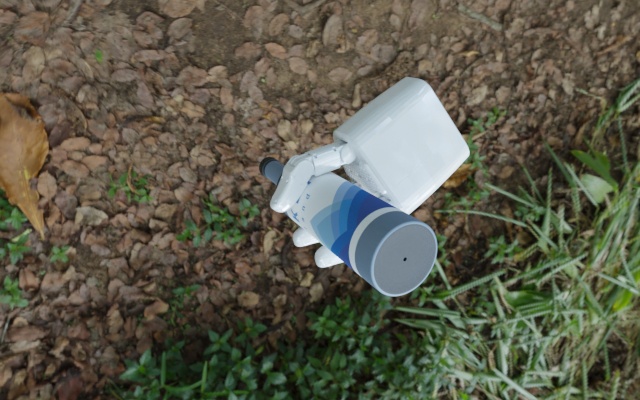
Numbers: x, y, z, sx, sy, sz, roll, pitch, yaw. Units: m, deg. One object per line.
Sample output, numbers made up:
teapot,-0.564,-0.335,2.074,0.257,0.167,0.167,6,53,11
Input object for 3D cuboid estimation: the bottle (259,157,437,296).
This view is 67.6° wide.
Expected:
bottle,0.000,0.002,0.505,0.069,0.069,0.295,0,18,-29
